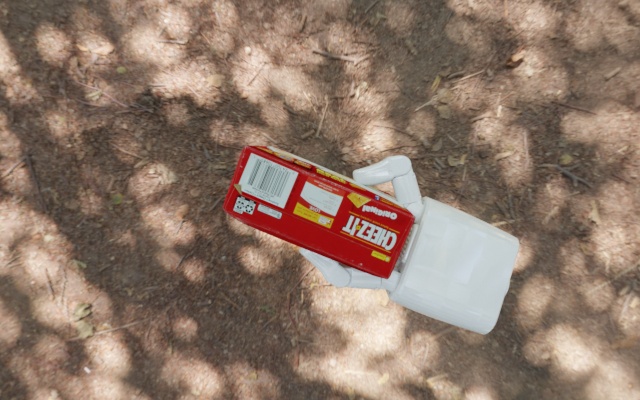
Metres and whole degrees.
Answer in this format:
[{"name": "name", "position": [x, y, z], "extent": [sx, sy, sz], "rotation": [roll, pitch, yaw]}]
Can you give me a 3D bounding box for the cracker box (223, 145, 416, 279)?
[{"name": "cracker box", "position": [0.000, 0.002, 0.519], "extent": [0.164, 0.072, 0.213], "rotation": [22, 6, -1]}]
